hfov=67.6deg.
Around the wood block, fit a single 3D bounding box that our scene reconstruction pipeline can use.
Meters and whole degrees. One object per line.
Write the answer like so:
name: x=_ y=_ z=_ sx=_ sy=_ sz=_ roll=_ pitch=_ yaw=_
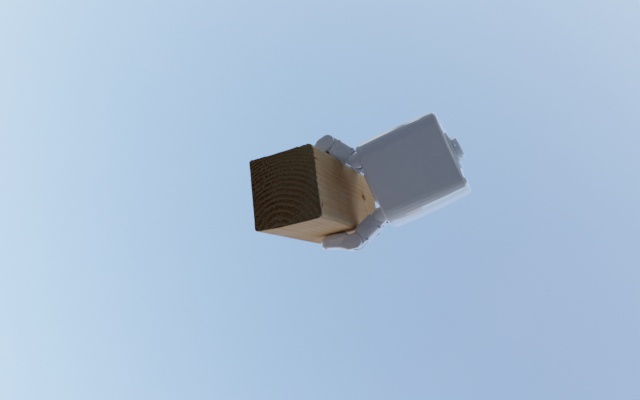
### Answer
wood block: x=0.001 y=0.002 z=0.643 sx=0.090 sy=0.090 sz=0.206 roll=-13 pitch=-15 yaw=23
